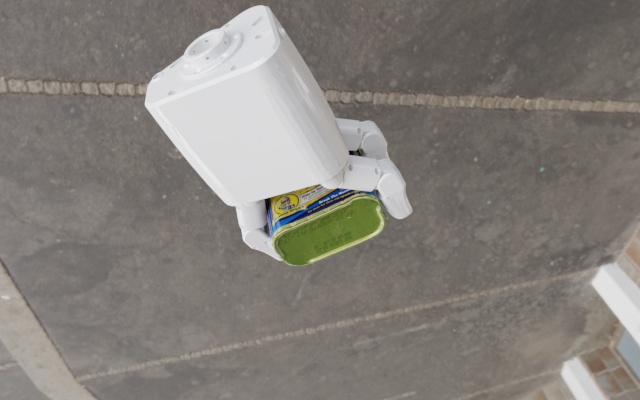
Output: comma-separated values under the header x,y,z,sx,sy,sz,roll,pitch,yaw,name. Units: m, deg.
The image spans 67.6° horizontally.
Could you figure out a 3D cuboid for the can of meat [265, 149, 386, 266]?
x,y,z,sx,sy,sz,roll,pitch,yaw,name
0.000,0.002,0.426,0.102,0.057,0.084,-24,42,7,can of meat
